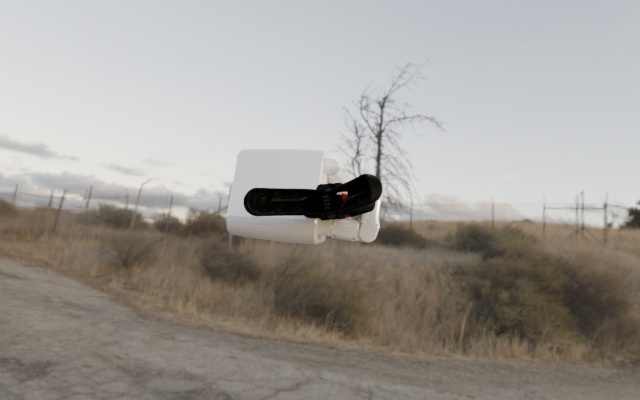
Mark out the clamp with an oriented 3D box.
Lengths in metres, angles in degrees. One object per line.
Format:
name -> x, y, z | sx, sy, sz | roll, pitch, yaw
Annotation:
clamp -> 0.000, 0.001, 0.468 | 0.120, 0.039, 0.171 | 0, -7, 7
